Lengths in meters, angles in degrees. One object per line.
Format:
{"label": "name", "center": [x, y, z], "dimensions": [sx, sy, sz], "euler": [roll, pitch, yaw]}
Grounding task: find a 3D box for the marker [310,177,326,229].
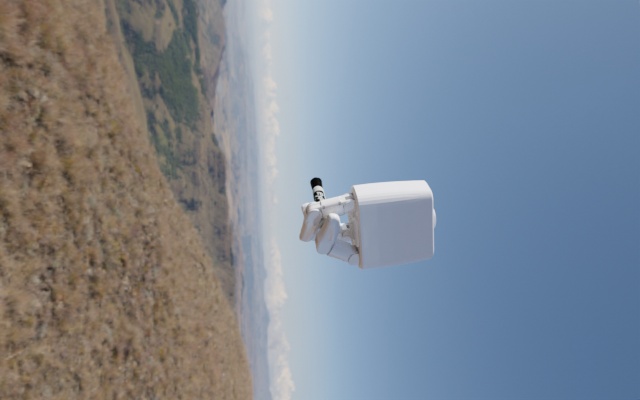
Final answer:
{"label": "marker", "center": [0.000, 0.002, 0.700], "dimensions": [0.020, 0.020, 0.121], "euler": [0, 34, -9]}
